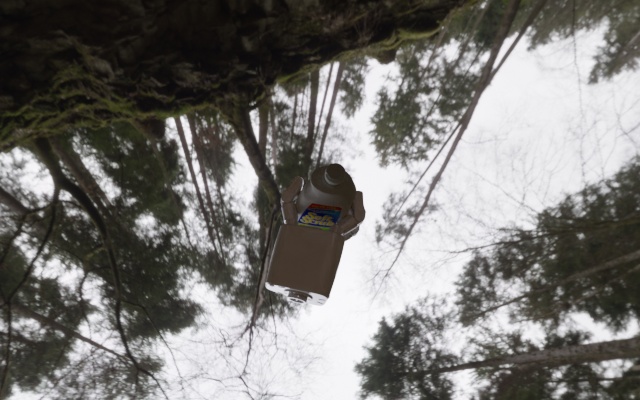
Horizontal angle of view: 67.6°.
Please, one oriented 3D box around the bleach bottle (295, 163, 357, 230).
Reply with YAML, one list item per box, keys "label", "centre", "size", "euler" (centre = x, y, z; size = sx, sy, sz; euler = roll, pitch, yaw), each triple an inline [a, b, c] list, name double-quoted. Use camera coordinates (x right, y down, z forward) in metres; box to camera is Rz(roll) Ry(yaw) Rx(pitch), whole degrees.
- label: "bleach bottle"
  centre: [0.000, 0.003, 0.815]
  size: [0.102, 0.068, 0.251]
  euler: [17, -24, 0]
